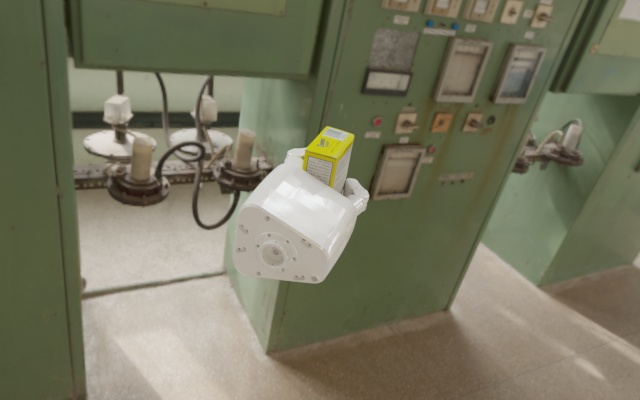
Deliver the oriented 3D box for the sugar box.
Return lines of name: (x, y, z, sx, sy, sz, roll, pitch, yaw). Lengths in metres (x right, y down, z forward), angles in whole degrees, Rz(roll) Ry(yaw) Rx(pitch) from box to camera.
sugar box: (0.000, 0.002, 0.625, 0.048, 0.176, 0.093, 19, 30, 10)
